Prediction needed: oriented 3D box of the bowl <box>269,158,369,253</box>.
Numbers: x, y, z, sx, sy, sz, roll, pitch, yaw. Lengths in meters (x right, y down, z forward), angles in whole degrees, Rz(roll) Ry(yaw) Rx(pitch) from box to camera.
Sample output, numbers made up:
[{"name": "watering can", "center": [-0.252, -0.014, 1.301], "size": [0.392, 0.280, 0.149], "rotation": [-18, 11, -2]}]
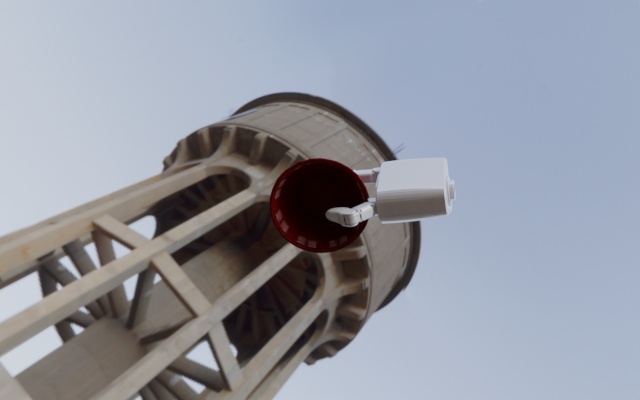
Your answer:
[{"name": "bowl", "center": [-0.001, 0.002, 0.785], "size": [0.162, 0.162, 0.055], "rotation": [0, 20, 3]}]
